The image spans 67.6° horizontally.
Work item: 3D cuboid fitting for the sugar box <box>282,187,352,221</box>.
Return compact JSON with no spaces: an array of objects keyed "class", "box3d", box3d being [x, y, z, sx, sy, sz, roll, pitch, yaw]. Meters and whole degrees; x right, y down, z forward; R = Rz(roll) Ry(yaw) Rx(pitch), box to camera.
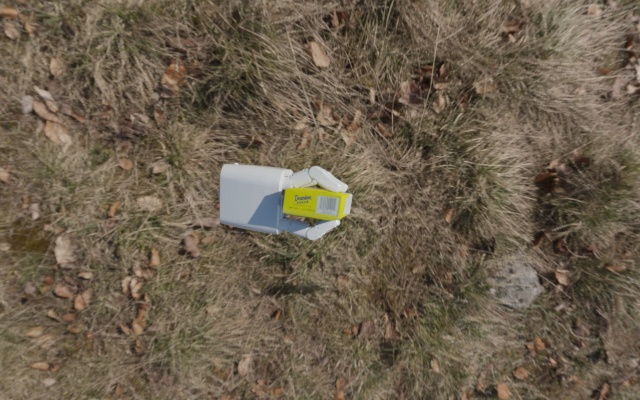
[{"class":"sugar box","box3d":[0.000,0.002,0.820,0.093,0.048,0.176,9,6,8]}]
